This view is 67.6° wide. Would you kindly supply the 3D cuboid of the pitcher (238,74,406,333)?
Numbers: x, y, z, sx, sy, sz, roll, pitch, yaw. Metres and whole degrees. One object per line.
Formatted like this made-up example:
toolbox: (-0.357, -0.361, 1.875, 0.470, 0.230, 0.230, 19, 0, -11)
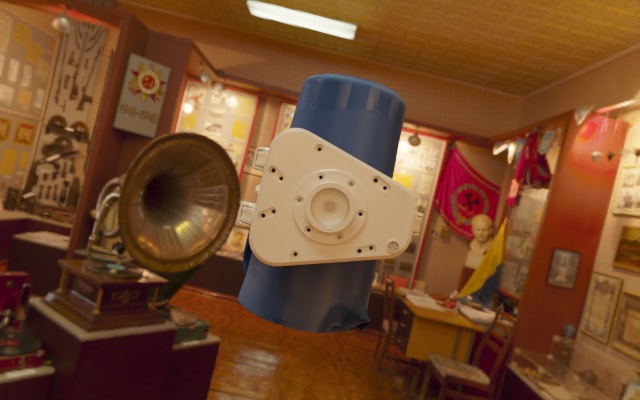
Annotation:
pitcher: (0.000, 0.002, 0.495, 0.149, 0.243, 0.145, 14, 1, 1)
